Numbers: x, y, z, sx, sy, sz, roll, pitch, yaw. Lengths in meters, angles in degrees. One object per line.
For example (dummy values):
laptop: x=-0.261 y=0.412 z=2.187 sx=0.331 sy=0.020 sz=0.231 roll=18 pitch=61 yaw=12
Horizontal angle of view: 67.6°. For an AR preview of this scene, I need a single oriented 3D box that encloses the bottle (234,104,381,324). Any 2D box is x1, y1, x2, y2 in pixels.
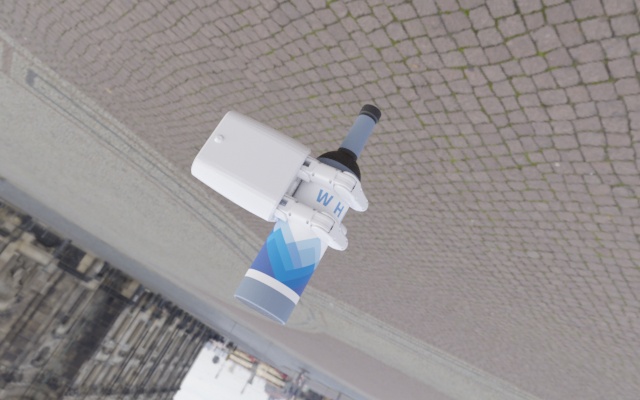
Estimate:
bottle: x=0.000 y=0.002 z=0.582 sx=0.069 sy=0.295 sz=0.069 roll=26 pitch=-20 yaw=10
